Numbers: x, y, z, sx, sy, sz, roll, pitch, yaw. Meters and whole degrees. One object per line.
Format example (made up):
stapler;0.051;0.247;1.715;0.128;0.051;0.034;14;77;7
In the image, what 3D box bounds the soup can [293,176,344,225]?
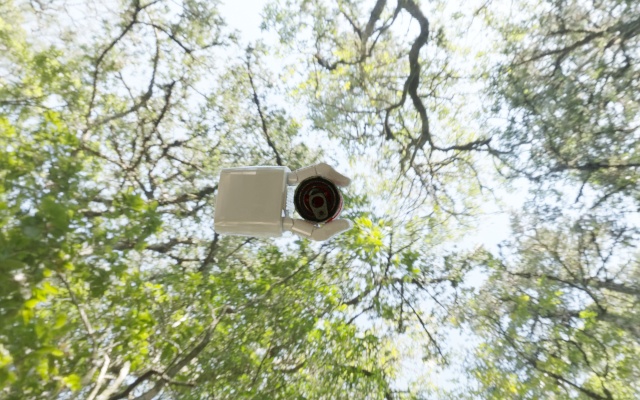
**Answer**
soup can;0.001;0.002;0.727;0.068;0.068;0.102;0;-5;6
